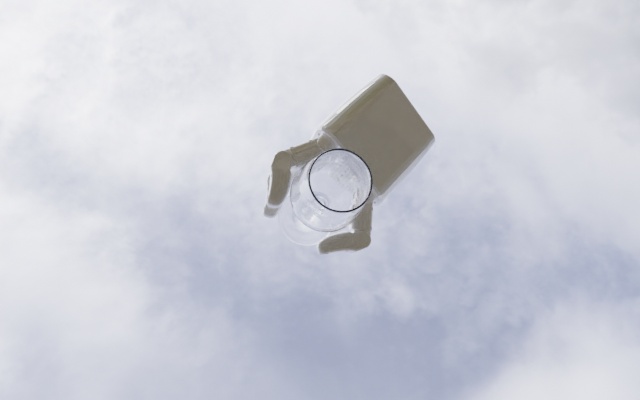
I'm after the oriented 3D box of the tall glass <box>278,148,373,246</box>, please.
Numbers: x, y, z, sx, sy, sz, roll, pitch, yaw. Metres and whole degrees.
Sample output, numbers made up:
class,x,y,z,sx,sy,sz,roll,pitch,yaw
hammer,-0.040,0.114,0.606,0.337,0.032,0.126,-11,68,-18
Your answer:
class,x,y,z,sx,sy,sz,roll,pitch,yaw
tall glass,0.000,0.002,0.535,0.079,0.079,0.201,0,-12,-11
